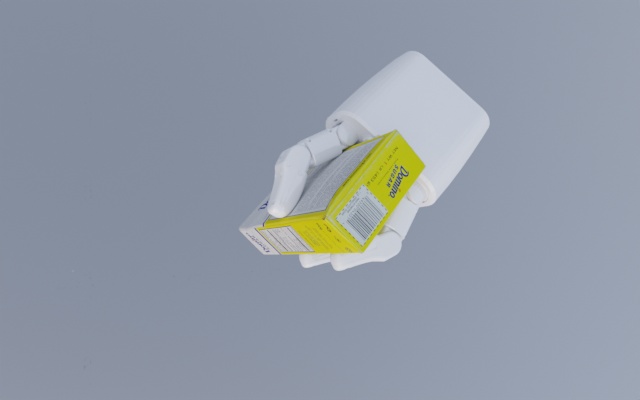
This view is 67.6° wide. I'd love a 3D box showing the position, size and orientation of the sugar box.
[{"bbox_3d":[0.001,0.002,0.415,0.093,0.048,0.176,-50,15,-24],"label":"sugar box"}]
